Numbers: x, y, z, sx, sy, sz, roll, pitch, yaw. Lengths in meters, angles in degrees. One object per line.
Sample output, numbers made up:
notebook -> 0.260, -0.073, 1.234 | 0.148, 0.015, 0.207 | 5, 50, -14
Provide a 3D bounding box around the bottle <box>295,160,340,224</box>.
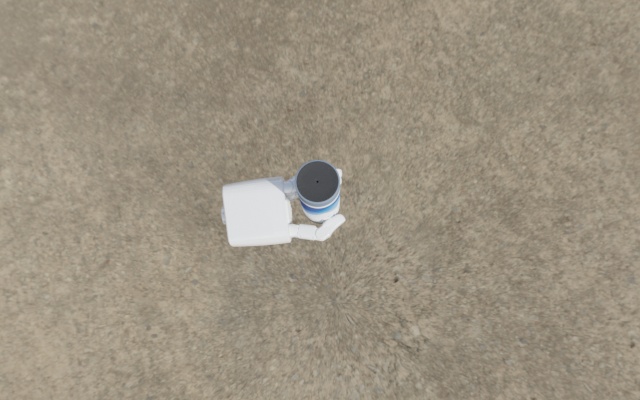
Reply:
bottle -> 0.000, 0.003, 0.836 | 0.069, 0.069, 0.296 | 0, -12, 2
